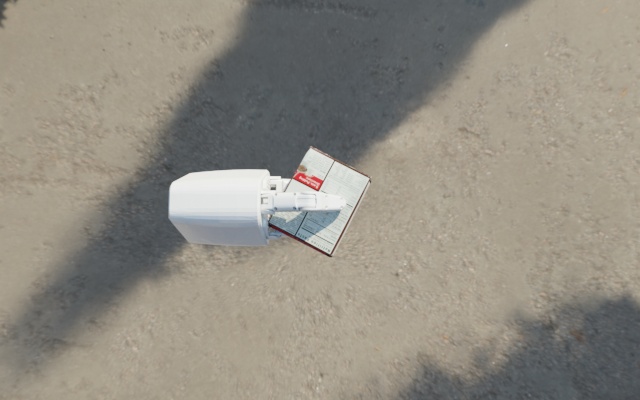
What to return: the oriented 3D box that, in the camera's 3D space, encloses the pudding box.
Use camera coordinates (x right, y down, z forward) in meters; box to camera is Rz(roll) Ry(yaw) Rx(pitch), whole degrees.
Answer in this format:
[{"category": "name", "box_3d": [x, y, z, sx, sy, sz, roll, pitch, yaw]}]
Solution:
[{"category": "pudding box", "box_3d": [0.000, 0.002, 0.594, 0.090, 0.113, 0.039, 28, -4, 5]}]
